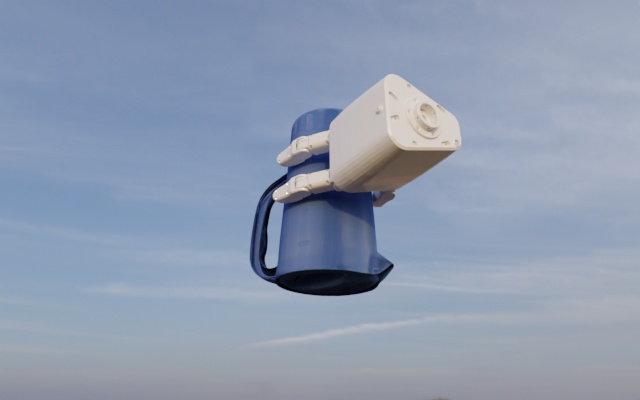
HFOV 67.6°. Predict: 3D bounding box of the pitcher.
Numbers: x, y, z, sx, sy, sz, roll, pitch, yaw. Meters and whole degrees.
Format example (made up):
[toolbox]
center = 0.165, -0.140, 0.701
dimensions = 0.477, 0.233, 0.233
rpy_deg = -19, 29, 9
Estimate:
[pitcher]
center = 0.000, 0.002, 0.648
dimensions = 0.149, 0.242, 0.145
rpy_deg = 13, -28, -26
